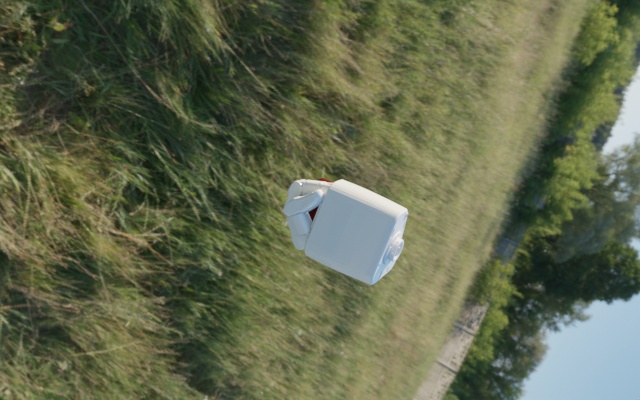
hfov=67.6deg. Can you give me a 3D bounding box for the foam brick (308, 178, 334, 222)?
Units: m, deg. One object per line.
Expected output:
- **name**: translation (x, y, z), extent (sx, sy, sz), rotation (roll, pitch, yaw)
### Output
- **foam brick**: translation (0.000, 0.002, 0.742), extent (0.051, 0.053, 0.078), rotation (22, 21, 24)
